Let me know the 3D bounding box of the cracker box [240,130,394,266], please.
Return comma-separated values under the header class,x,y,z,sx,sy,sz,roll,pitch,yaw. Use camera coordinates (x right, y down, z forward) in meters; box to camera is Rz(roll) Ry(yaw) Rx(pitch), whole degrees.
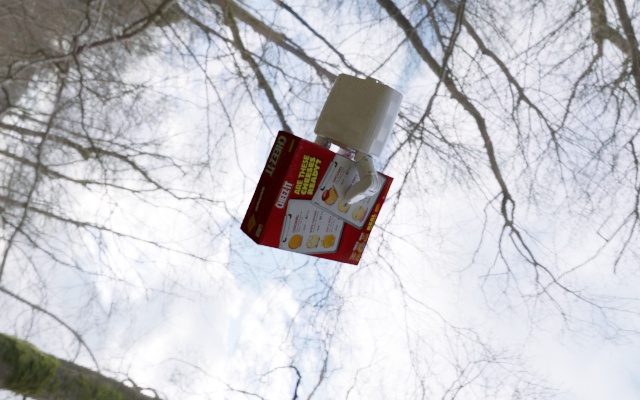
class,x,y,z,sx,sy,sz,roll,pitch,yaw
cracker box,0.000,0.003,0.752,0.214,0.164,0.072,18,7,-41
